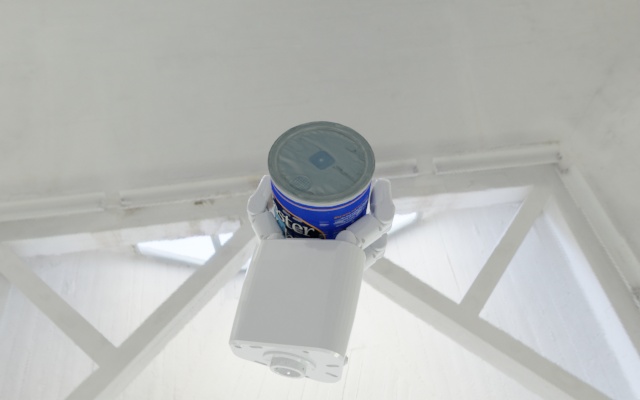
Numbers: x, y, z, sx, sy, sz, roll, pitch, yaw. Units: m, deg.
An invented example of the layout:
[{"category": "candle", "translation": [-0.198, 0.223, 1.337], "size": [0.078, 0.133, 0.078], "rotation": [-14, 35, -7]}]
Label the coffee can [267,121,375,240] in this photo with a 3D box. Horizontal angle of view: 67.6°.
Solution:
[{"category": "coffee can", "translation": [0.000, 0.001, 0.508], "size": [0.103, 0.102, 0.140], "rotation": [0, -36, -1]}]
